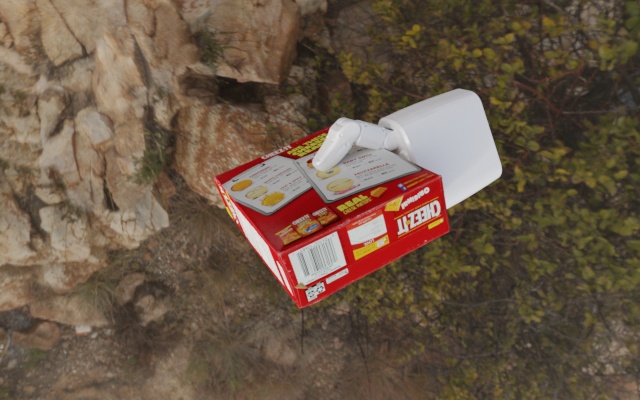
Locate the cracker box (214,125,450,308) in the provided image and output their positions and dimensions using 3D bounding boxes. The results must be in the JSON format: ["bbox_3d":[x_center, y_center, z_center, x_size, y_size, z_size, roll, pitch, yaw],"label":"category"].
[{"bbox_3d":[0.000,0.002,0.499,0.164,0.072,0.213,-25,29,-16],"label":"cracker box"}]
